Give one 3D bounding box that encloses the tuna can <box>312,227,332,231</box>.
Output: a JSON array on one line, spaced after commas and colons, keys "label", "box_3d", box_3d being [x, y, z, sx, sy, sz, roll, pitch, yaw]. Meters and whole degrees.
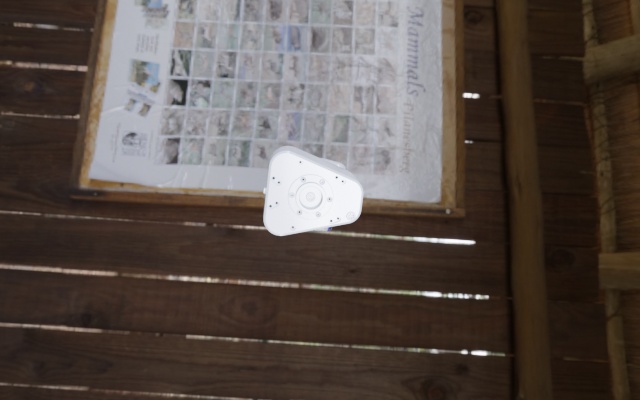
[{"label": "tuna can", "box_3d": [0.001, 0.002, 0.697, 0.034, 0.086, 0.086, 3, 0, -6]}]
